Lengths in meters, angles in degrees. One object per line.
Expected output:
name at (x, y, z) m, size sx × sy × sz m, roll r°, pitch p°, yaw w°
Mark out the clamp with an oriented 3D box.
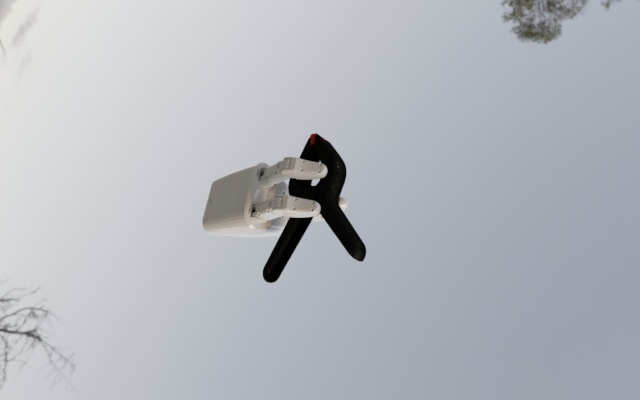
clamp at (0.001, 0.002, 0.628) m, size 0.164 × 0.210 × 0.036 m, roll -11°, pitch -30°, yaw 41°
